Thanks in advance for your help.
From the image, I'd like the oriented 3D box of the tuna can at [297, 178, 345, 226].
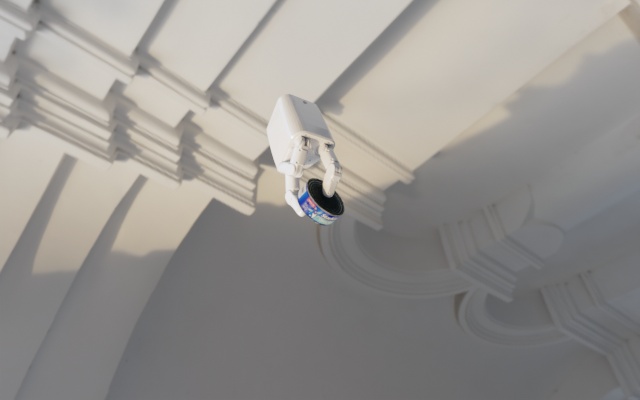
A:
[{"bbox_3d":[0.000,0.003,0.857,0.034,0.086,0.086,-45,-26,29],"label":"tuna can"}]
